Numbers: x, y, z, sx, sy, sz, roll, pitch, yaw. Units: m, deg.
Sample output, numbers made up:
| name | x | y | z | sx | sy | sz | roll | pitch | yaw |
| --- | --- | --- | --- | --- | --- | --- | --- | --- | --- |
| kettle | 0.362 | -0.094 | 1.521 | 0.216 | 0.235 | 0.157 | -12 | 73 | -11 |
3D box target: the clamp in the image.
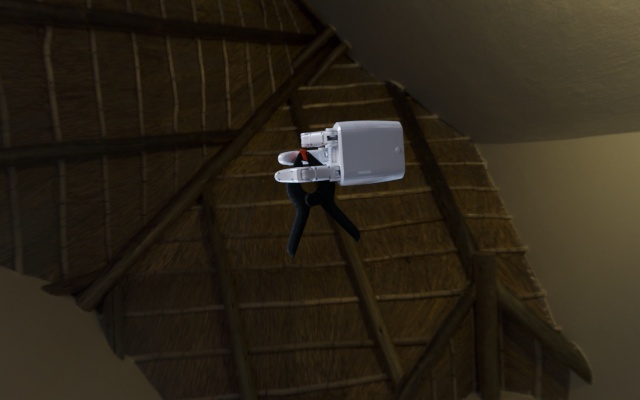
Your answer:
| name | x | y | z | sx | sy | sz | roll | pitch | yaw |
| --- | --- | --- | --- | --- | --- | --- | --- | --- | --- |
| clamp | 0.000 | 0.002 | 0.769 | 0.120 | 0.171 | 0.039 | -5 | 5 | -11 |
